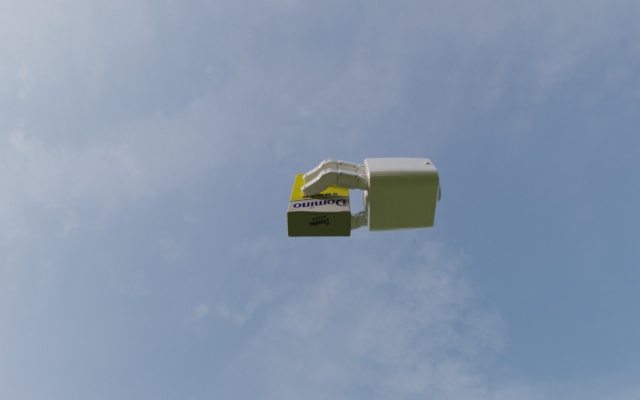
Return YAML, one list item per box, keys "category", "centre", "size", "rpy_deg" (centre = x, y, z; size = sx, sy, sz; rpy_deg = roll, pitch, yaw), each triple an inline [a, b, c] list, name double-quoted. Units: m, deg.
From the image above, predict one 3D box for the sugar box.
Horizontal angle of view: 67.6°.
- category: "sugar box"
  centre: [0.000, 0.002, 0.755]
  size: [0.093, 0.048, 0.176]
  rpy_deg: [-1, 19, 1]
